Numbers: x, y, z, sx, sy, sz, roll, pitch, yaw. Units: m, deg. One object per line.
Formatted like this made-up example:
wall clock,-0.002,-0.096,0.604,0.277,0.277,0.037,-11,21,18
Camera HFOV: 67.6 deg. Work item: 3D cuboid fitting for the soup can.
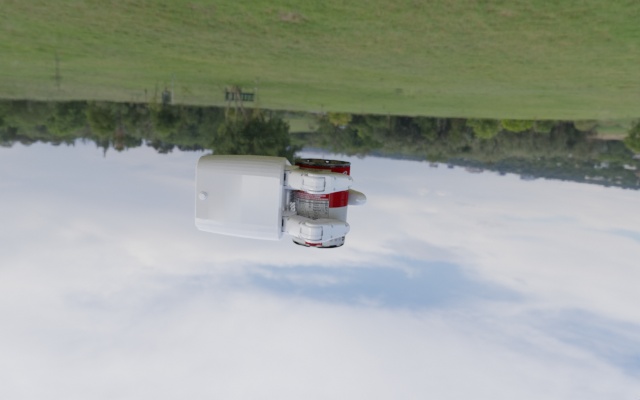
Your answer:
soup can,0.001,0.002,0.587,0.068,0.102,0.068,3,9,-1
